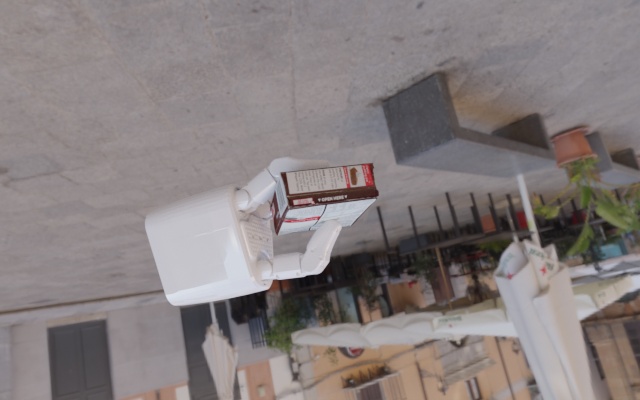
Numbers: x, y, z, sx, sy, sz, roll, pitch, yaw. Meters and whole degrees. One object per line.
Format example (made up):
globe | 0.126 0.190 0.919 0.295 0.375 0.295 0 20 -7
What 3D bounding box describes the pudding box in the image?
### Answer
pudding box | 0.000 0.002 0.483 0.090 0.039 0.113 -8 -14 -13
